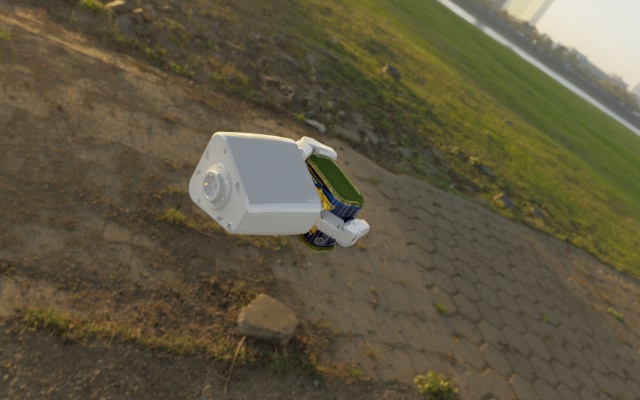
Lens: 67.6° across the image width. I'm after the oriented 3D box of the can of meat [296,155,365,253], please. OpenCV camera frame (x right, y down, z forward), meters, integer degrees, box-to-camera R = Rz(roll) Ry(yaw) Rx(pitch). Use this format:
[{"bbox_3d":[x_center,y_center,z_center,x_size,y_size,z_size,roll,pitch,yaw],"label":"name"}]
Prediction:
[{"bbox_3d":[0.000,0.002,0.617,0.057,0.084,0.102,4,40,-44],"label":"can of meat"}]
